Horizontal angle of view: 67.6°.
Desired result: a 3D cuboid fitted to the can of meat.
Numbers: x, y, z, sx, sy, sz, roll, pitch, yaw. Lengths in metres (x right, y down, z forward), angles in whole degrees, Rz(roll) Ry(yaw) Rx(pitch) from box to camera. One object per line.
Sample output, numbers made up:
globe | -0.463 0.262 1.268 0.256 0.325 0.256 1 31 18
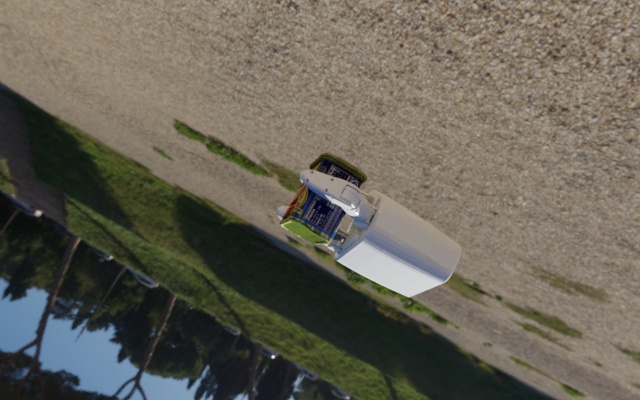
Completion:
can of meat | 0.000 0.002 0.543 0.057 0.084 0.102 30 -12 -8
